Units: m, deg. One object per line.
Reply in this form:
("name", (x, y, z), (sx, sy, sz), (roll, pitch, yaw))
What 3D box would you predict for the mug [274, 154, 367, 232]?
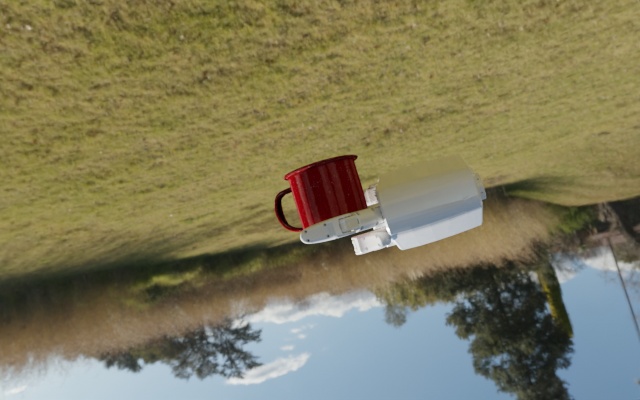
("mug", (-0.001, 0.002, 0.573), (0.117, 0.081, 0.093), (-17, -5, 13))
